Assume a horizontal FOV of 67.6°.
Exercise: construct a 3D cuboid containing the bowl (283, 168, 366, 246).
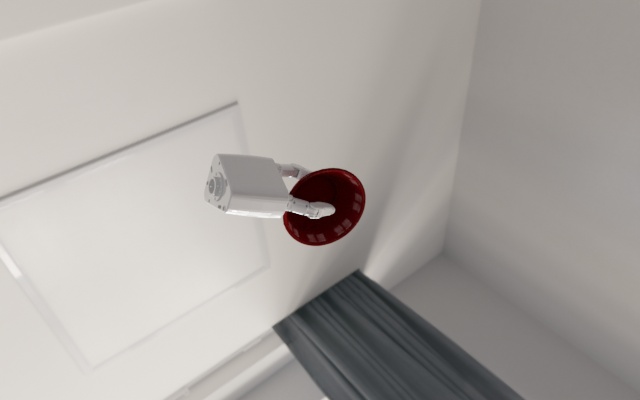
[{"bbox_3d":[0.001,0.003,0.885,0.162,0.162,0.055,0,28,-23],"label":"bowl"}]
